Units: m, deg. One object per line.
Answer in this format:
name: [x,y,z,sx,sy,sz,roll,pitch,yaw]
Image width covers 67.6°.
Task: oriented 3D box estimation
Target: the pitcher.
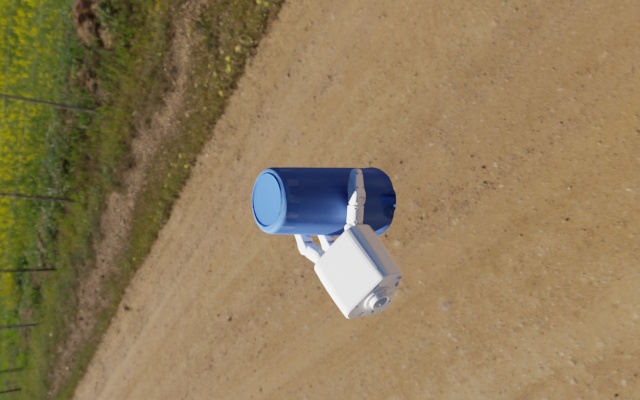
pitcher: [0.000,0.003,0.849,0.243,0.149,0.145,1,43,-38]
